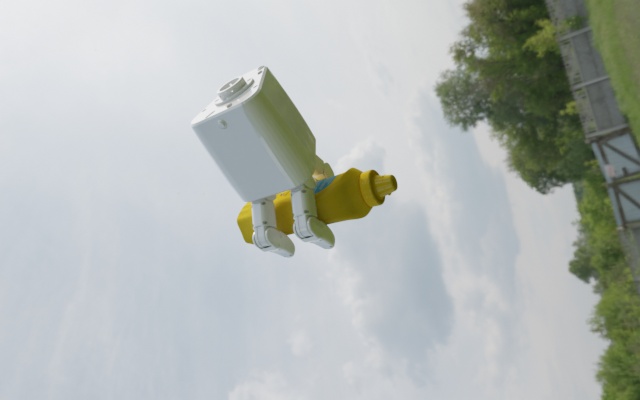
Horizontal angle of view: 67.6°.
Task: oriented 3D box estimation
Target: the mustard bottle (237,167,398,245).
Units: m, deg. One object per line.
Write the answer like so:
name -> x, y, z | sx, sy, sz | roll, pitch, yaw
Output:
mustard bottle -> 0.000, 0.002, 0.565 | 0.191, 0.058, 0.096 | -16, 9, 29
